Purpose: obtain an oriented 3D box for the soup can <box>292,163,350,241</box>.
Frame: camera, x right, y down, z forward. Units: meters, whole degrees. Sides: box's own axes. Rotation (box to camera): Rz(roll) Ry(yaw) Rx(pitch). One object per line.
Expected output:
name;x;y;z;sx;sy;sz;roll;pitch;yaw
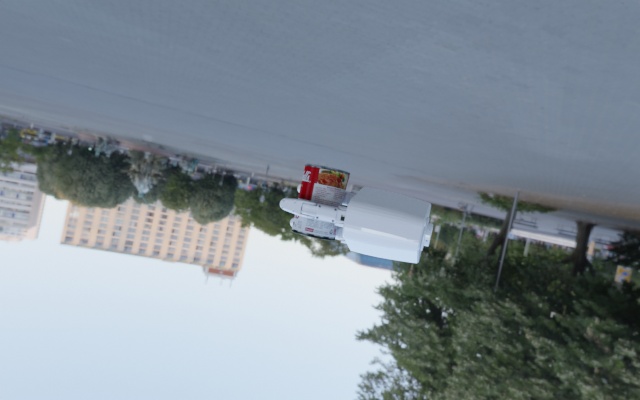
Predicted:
soup can;0.000;0.002;0.703;0.068;0.102;0.068;12;1;0
